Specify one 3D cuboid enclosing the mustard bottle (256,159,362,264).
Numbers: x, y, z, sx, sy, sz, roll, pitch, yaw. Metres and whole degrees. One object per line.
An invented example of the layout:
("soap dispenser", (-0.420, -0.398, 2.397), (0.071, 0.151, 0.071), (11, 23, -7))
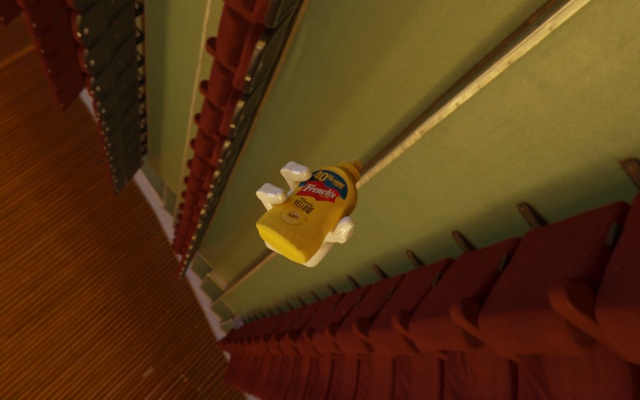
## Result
("mustard bottle", (0.000, 0.002, 0.725), (0.096, 0.058, 0.191), (28, 60, 31))
